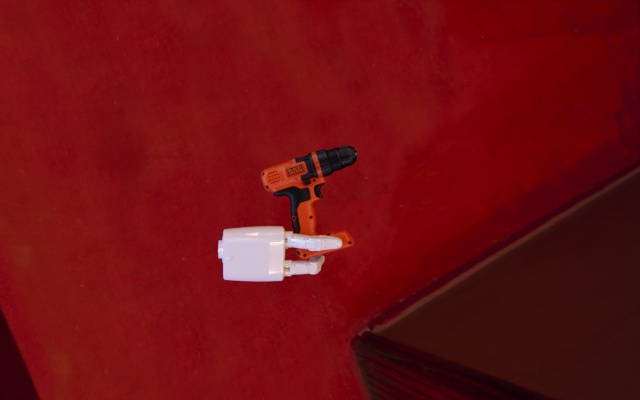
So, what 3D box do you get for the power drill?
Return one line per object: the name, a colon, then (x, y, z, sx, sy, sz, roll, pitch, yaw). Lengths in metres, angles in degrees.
power drill: (0.000, 0.003, 0.882, 0.184, 0.187, 0.057, -17, -5, 2)
